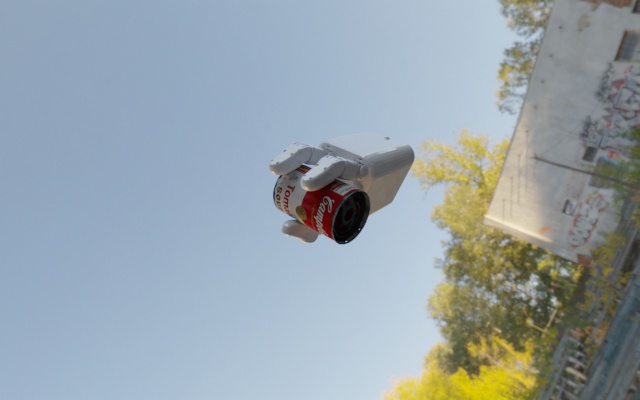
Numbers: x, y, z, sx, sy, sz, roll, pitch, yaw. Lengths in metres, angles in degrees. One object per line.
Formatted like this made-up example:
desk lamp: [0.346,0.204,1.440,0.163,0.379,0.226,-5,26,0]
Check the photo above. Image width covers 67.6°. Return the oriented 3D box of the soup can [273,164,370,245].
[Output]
soup can: [0.000,0.002,0.581,0.102,0.068,0.068,27,16,35]
